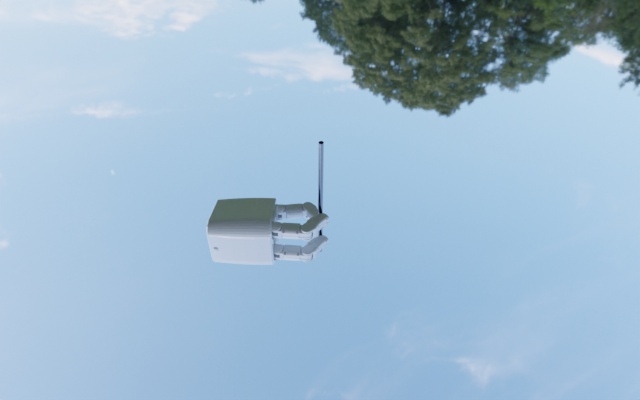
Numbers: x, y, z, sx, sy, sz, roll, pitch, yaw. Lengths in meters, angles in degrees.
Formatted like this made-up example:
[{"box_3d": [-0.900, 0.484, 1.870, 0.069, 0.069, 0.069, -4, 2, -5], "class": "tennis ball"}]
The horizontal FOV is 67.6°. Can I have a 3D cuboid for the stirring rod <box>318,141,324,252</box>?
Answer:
[{"box_3d": [0.000, 0.002, 0.784, 0.011, 0.240, 0.011, 0, 43, 0], "class": "stirring rod"}]
